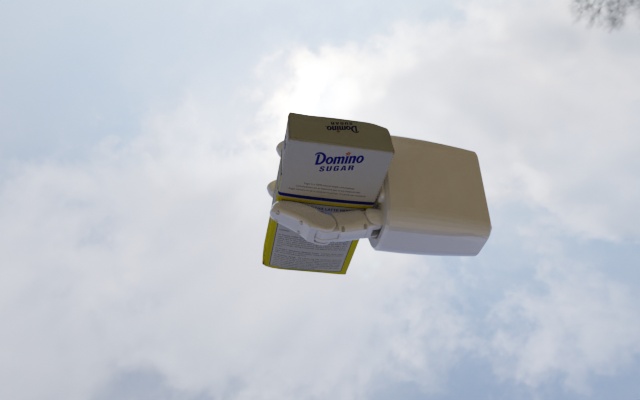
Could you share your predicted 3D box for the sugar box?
[{"bbox_3d":[0.000,0.001,0.463,0.093,0.176,0.048,7,43,-11],"label":"sugar box"}]
